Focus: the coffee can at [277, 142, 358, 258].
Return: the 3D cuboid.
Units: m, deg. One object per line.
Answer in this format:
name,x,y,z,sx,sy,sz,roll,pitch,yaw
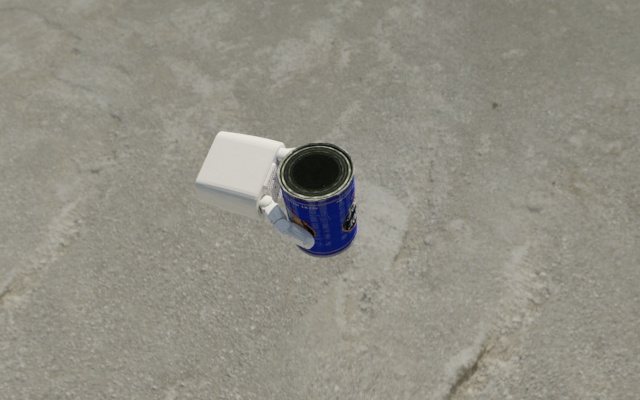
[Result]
coffee can,0.000,0.002,0.678,0.103,0.102,0.140,0,-37,7
